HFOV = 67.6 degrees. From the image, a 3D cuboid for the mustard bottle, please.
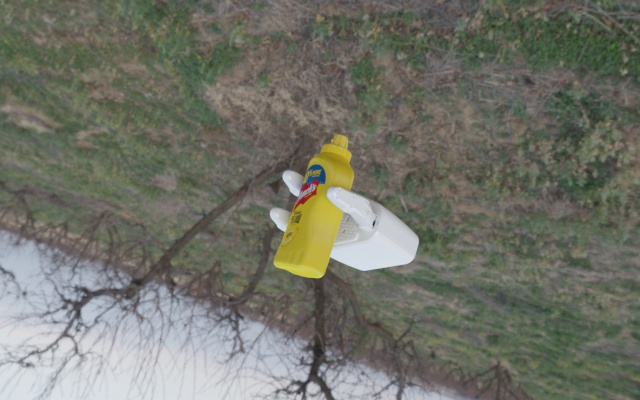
[{"bbox_3d":[0.000,0.002,0.623,0.058,0.191,0.096,24,-16,-19],"label":"mustard bottle"}]
